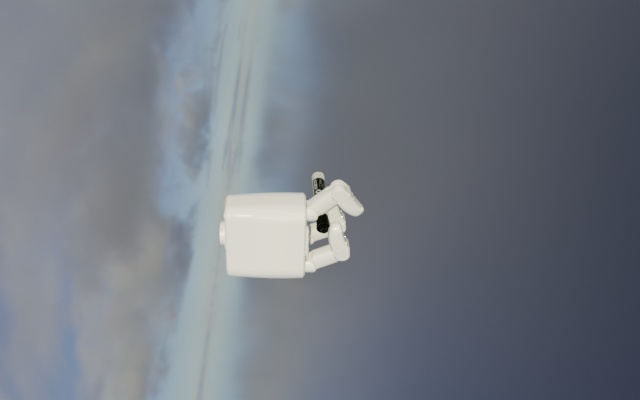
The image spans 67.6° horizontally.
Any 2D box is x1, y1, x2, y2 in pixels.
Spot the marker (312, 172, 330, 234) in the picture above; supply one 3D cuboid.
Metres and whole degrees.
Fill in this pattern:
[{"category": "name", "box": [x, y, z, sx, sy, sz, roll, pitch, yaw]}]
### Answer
[{"category": "marker", "box": [0.000, 0.002, 0.663, 0.020, 0.020, 0.121, 0, 39, -5]}]
